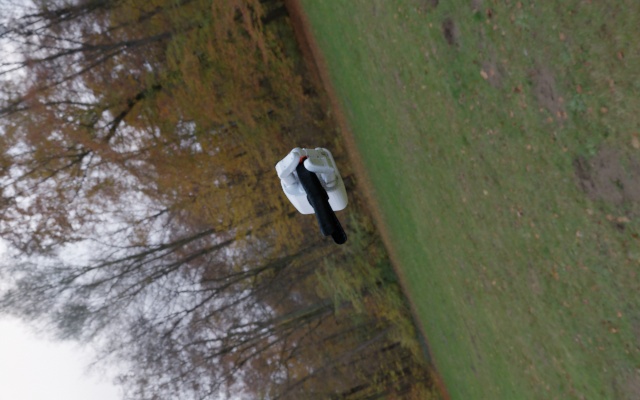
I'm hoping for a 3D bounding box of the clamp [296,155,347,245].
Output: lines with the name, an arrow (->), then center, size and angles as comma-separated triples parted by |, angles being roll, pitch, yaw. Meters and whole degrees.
clamp -> -0.001, 0.003, 0.851 | 0.039, 0.171, 0.120 | -22, -26, 3
